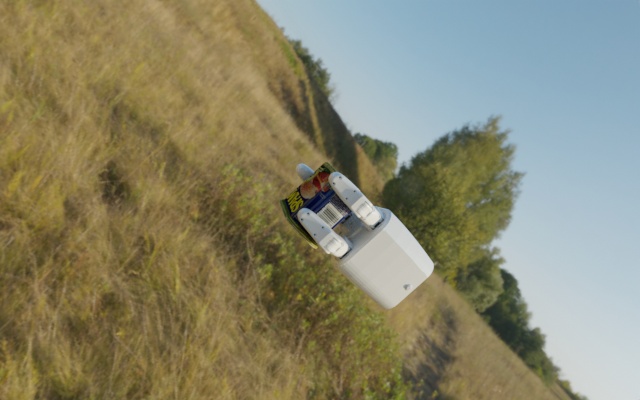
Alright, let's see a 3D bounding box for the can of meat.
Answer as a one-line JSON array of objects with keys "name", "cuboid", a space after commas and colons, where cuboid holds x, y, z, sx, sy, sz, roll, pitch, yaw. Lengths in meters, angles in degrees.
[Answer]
[{"name": "can of meat", "cuboid": [0.000, 0.002, 0.610, 0.084, 0.057, 0.102, -43, 19, 4]}]
